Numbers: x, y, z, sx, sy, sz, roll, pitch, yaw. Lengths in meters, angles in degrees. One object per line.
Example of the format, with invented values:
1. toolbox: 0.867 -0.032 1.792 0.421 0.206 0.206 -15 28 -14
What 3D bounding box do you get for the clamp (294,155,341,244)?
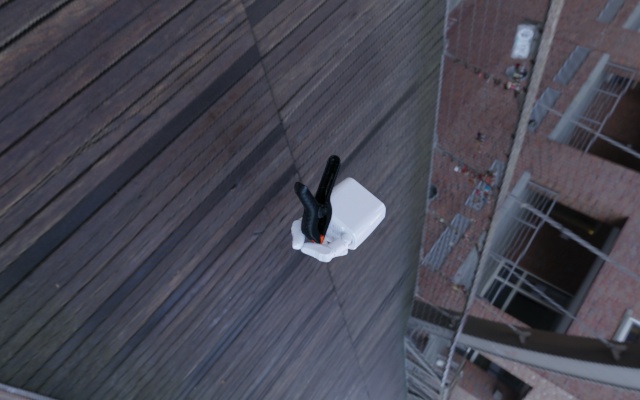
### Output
1. clamp: 0.001 0.003 0.861 0.039 0.172 0.120 31 54 28
